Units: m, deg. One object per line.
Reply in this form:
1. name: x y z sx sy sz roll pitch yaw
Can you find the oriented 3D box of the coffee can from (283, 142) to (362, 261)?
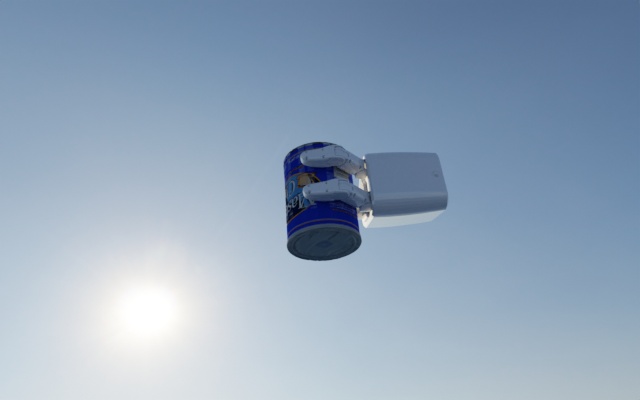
1. coffee can: 0.000 0.002 0.685 0.103 0.140 0.103 -4 -31 -2
